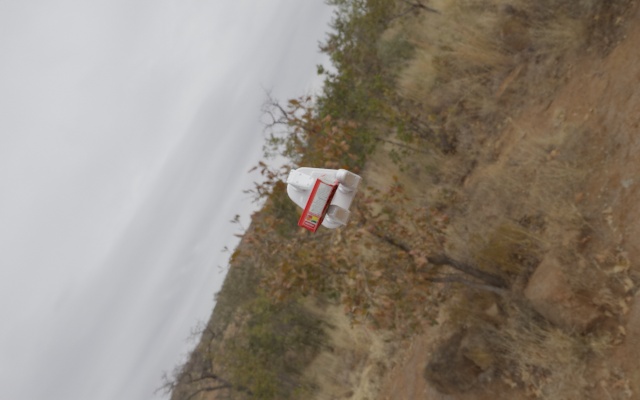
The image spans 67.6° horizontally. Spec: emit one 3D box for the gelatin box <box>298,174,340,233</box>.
[{"bbox_3d":[0.000,0.002,0.702,0.030,0.073,0.089,24,9,5],"label":"gelatin box"}]
